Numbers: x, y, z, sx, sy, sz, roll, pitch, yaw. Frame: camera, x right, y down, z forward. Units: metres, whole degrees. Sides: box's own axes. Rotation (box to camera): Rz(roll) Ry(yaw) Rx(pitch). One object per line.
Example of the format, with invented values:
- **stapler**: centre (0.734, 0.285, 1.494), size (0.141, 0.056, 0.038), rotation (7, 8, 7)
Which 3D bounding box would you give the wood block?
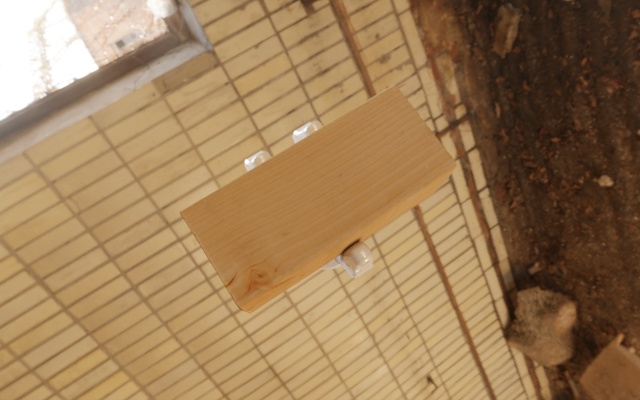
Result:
- **wood block**: centre (0.000, 0.002, 0.416), size (0.206, 0.091, 0.090), rotation (-32, -12, -10)
